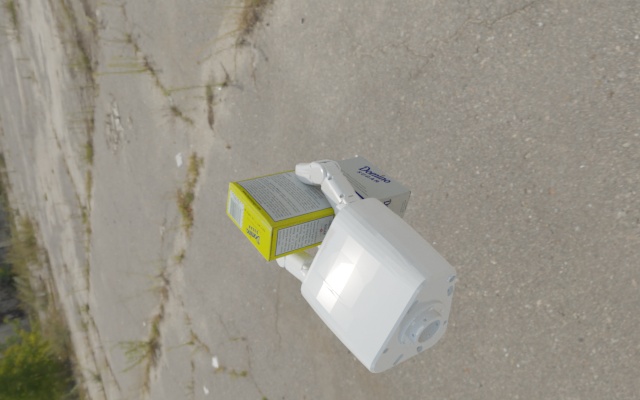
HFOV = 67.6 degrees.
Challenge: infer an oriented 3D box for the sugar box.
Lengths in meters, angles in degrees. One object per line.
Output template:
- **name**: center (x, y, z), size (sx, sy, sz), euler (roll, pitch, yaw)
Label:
- **sugar box**: center (0.000, 0.002, 0.509), size (0.176, 0.048, 0.093), euler (-11, 37, -34)
